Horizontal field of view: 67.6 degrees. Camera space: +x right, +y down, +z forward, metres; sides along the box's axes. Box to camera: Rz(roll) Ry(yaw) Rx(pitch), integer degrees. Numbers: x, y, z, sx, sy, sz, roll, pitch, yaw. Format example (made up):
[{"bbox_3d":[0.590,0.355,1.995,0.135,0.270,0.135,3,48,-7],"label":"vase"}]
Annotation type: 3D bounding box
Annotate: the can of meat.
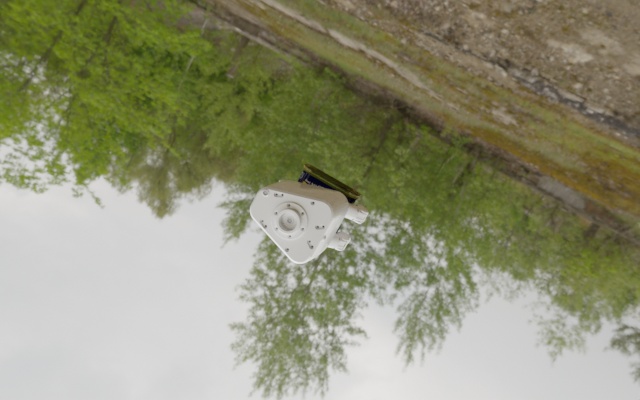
[{"bbox_3d":[0.000,0.003,0.769,0.102,0.084,0.057,30,10,4],"label":"can of meat"}]
